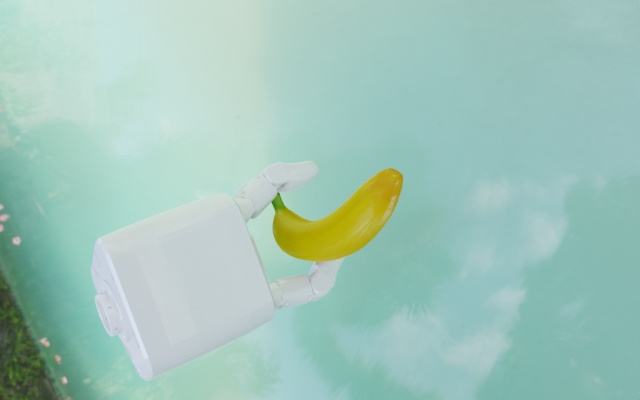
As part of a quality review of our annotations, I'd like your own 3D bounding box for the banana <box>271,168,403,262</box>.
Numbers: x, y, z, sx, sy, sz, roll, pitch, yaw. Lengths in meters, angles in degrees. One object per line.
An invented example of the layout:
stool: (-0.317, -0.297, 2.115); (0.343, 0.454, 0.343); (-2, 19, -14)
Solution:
banana: (0.003, 0.020, 0.414); (0.037, 0.069, 0.198); (-17, 5, -34)
